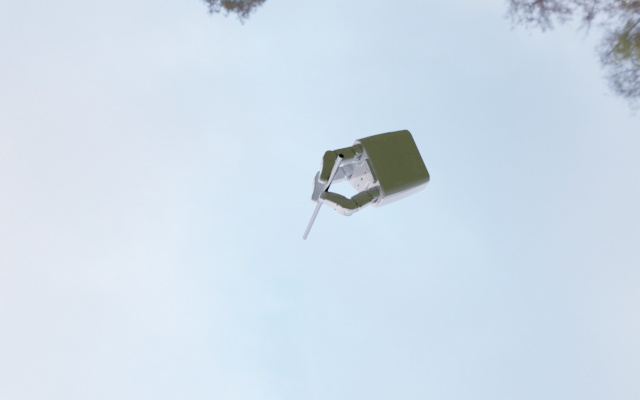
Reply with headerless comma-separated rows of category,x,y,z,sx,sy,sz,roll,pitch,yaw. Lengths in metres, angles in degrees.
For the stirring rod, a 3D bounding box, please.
stirring rod,0.000,0.003,0.779,0.011,0.011,0.240,0,-33,-17
